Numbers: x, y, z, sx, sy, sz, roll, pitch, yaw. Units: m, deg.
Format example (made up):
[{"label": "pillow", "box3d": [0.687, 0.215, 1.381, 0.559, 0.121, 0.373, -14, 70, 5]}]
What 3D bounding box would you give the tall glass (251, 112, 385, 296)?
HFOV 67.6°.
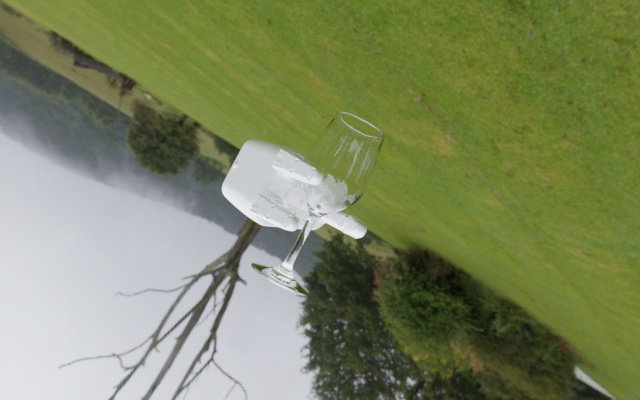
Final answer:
[{"label": "tall glass", "box3d": [0.000, 0.002, 0.543, 0.079, 0.201, 0.079, 28, -1, 1]}]
